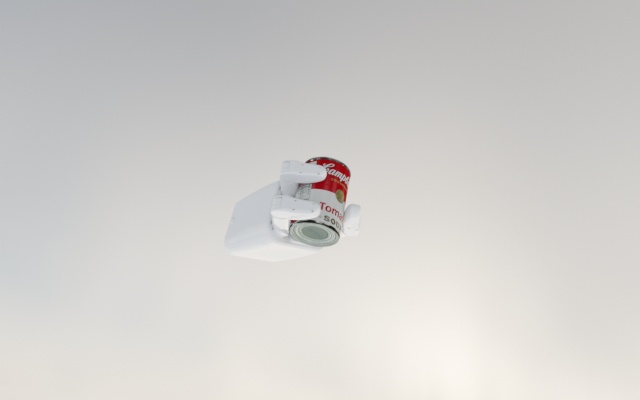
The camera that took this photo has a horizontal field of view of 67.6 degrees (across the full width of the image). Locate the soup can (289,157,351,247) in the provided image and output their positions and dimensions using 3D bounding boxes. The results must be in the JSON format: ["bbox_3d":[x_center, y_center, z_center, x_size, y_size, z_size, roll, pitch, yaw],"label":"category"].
[{"bbox_3d":[0.000,0.002,0.634,0.068,0.102,0.068,8,-31,5],"label":"soup can"}]
